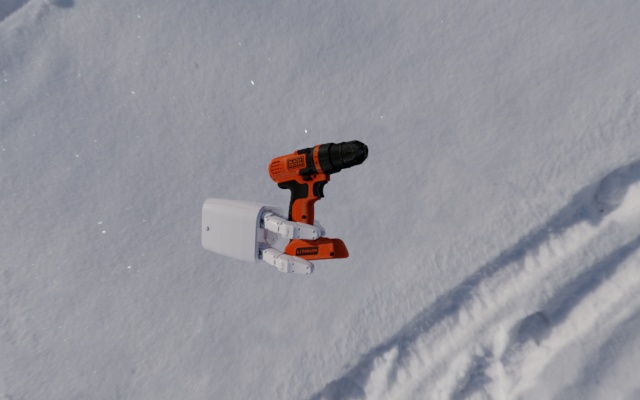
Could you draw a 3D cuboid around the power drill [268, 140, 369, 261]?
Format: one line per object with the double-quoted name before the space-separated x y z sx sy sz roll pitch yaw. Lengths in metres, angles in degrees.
"power drill" 0.000 0.003 0.774 0.184 0.187 0.057 -10 -11 33
